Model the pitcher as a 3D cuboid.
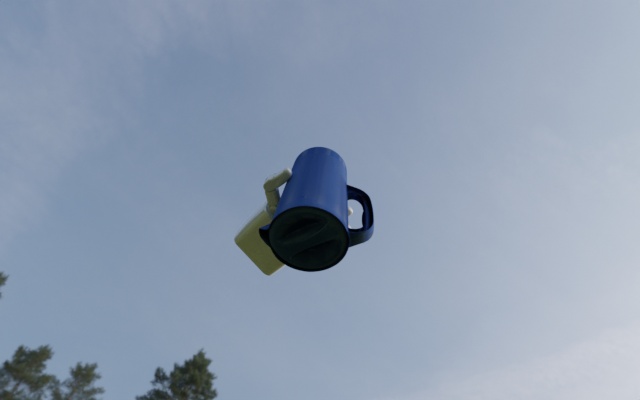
[{"bbox_3d":[0.000,0.003,0.856,0.149,0.145,0.242,38,29,-18],"label":"pitcher"}]
